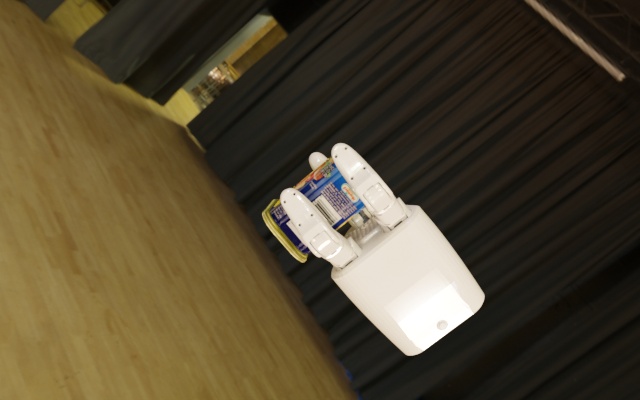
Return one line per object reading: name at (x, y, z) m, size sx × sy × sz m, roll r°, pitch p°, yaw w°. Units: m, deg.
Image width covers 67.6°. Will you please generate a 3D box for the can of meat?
can of meat at (0.000, 0.001, 0.445) m, size 0.084 × 0.057 × 0.102 m, roll -39°, pitch 5°, yaw 7°
